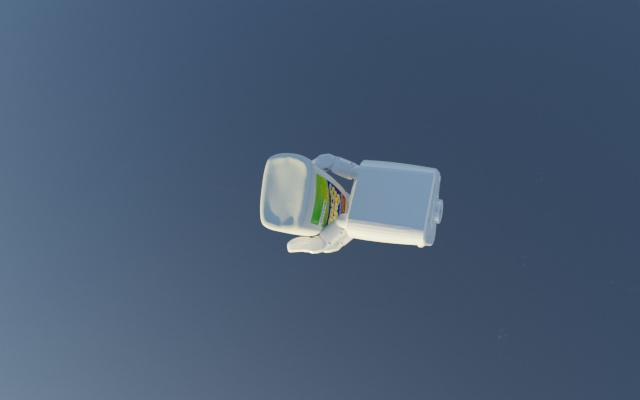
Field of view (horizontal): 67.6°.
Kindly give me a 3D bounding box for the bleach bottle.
[{"bbox_3d":[0.000,0.002,0.706,0.068,0.102,0.251,7,-3,22],"label":"bleach bottle"}]
